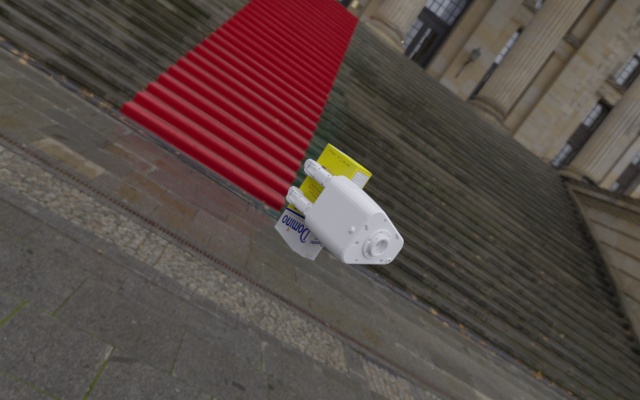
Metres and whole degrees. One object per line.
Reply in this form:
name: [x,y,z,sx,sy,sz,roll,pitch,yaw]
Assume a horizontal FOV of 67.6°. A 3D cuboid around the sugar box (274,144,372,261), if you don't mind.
sugar box: [0.000,0.002,0.798,0.048,0.176,0.093,27,11,-42]
